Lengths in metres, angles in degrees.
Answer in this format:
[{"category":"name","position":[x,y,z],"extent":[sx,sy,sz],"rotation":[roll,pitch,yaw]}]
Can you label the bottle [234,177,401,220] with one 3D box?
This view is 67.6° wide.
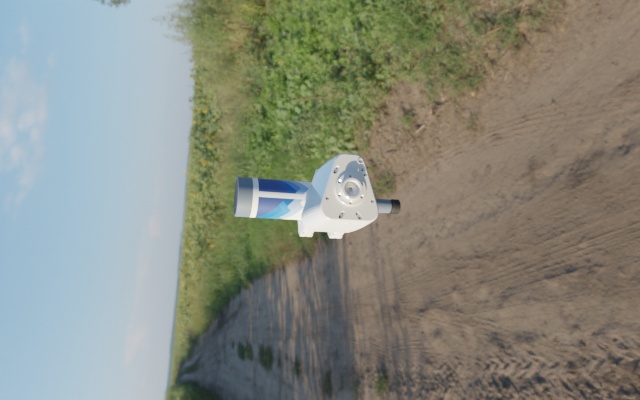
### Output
[{"category":"bottle","position":[0.000,0.003,0.838],"extent":[0.296,0.069,0.069],"rotation":[4,-1,-15]}]
